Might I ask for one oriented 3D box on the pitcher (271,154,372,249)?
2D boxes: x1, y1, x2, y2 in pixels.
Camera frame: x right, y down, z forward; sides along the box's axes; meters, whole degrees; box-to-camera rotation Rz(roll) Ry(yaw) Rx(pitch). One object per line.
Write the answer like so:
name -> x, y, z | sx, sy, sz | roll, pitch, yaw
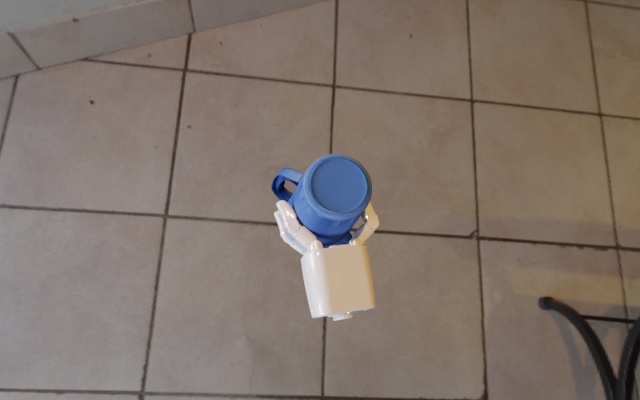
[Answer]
pitcher -> 0.000, 0.003, 0.828 | 0.149, 0.145, 0.243 | -6, -14, -11
